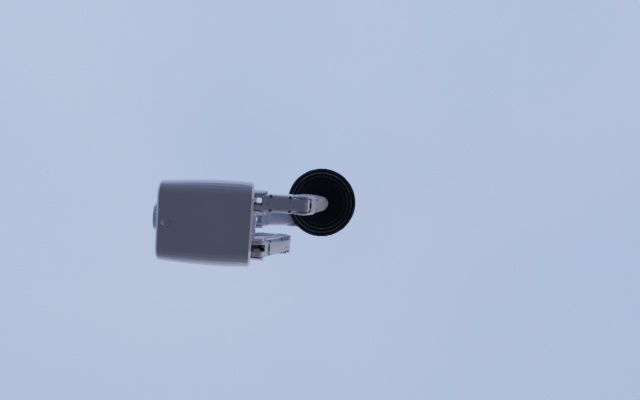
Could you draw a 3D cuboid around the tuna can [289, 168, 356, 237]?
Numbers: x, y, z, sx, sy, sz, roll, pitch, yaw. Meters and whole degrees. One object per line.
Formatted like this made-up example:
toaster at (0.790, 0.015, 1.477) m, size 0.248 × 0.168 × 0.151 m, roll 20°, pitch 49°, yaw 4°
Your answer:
tuna can at (0.000, 0.002, 0.614) m, size 0.086 × 0.086 × 0.034 m, roll 0°, pitch 2°, yaw -6°
